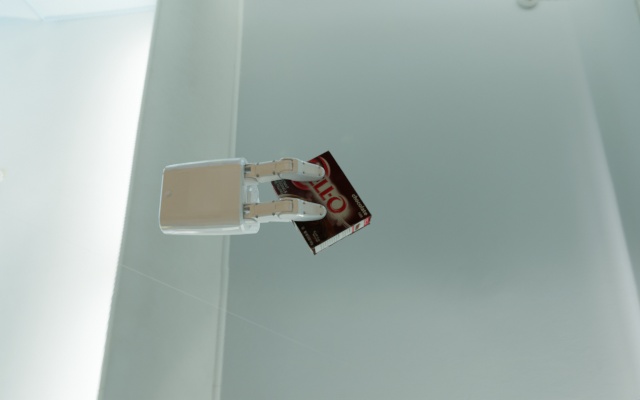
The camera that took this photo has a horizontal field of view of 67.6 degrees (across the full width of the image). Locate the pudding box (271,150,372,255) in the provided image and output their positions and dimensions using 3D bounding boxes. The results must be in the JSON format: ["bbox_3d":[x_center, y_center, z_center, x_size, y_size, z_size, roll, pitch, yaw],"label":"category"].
[{"bbox_3d":[0.000,0.002,0.626,0.090,0.113,0.039,-29,-19,-8],"label":"pudding box"}]
